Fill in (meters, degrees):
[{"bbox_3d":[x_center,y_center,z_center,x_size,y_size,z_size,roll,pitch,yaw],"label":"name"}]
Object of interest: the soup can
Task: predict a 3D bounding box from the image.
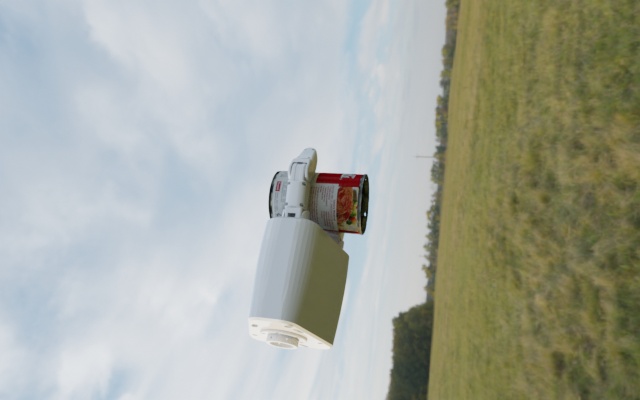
[{"bbox_3d":[0.000,0.001,0.537,0.102,0.068,0.068,3,1,13],"label":"soup can"}]
